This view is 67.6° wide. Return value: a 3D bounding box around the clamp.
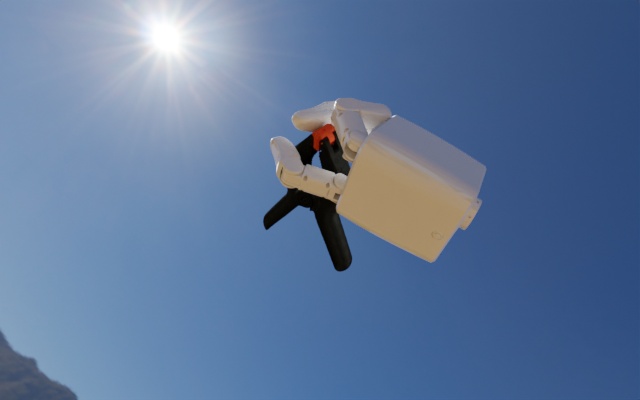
[{"bbox_3d":[0.000,0.001,0.518,0.120,0.172,0.039,30,46,10],"label":"clamp"}]
